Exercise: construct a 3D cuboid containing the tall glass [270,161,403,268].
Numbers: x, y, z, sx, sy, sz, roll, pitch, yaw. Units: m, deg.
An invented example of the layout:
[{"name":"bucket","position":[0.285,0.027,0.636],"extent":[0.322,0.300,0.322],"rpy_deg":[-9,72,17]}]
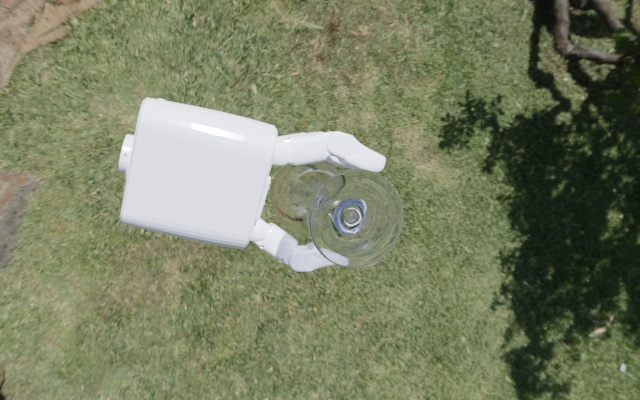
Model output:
[{"name":"tall glass","position":[0.000,0.002,0.446],"extent":[0.079,0.079,0.201],"rpy_deg":[0,7,-16]}]
